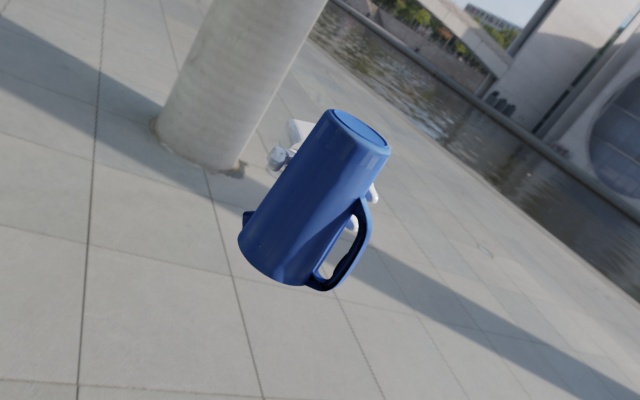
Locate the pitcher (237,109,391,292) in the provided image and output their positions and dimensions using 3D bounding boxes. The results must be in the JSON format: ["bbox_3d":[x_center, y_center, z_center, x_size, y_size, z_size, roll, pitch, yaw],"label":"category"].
[{"bbox_3d":[0.000,0.002,0.686,0.149,0.243,0.145,25,23,-22],"label":"pitcher"}]
